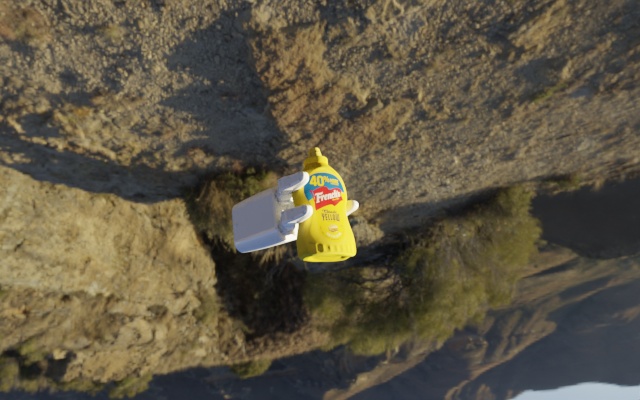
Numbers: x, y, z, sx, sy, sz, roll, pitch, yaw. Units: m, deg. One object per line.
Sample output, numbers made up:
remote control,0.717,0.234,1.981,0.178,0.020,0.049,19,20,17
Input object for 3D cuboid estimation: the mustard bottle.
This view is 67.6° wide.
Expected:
mustard bottle,0.000,0.003,0.789,0.096,0.191,0.058,3,-21,-30
